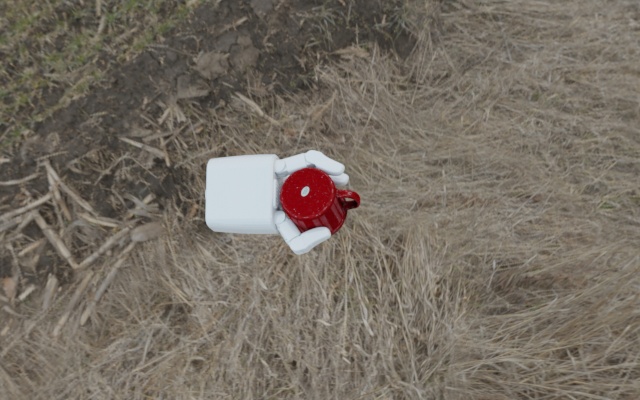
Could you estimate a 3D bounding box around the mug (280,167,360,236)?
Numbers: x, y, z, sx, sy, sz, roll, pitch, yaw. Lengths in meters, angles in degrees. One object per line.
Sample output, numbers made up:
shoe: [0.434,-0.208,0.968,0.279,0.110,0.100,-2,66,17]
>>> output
mug: [0.001,0.002,0.704,0.117,0.093,0.081,-2,-21,12]
